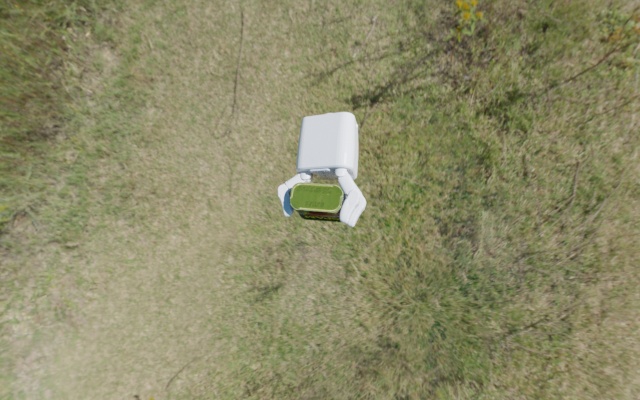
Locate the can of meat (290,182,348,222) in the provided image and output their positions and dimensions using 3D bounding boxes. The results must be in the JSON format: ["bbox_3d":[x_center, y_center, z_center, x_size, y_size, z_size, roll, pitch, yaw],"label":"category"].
[{"bbox_3d":[0.000,0.003,0.884,0.102,0.057,0.084,4,-12,12],"label":"can of meat"}]
